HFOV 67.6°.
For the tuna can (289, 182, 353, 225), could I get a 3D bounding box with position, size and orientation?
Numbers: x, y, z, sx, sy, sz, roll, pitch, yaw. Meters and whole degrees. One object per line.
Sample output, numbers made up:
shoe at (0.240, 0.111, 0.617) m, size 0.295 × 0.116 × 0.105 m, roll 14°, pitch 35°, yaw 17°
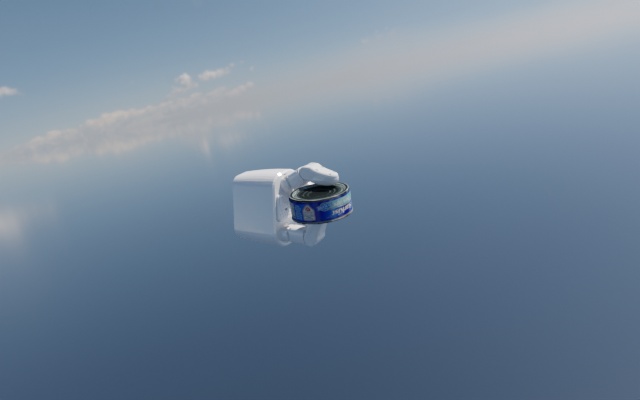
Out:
tuna can at (0.000, 0.002, 0.654) m, size 0.086 × 0.034 × 0.086 m, roll -8°, pitch 17°, yaw 3°
